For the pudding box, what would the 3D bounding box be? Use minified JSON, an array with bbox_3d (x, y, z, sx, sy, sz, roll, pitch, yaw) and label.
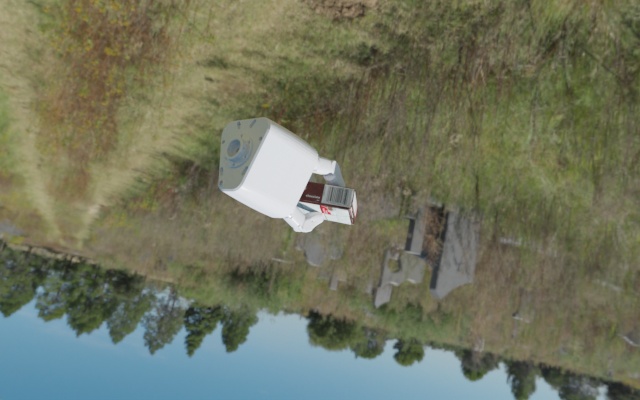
[{"bbox_3d":[0.000,0.003,0.768,0.113,0.039,0.090,11,-15,11],"label":"pudding box"}]
